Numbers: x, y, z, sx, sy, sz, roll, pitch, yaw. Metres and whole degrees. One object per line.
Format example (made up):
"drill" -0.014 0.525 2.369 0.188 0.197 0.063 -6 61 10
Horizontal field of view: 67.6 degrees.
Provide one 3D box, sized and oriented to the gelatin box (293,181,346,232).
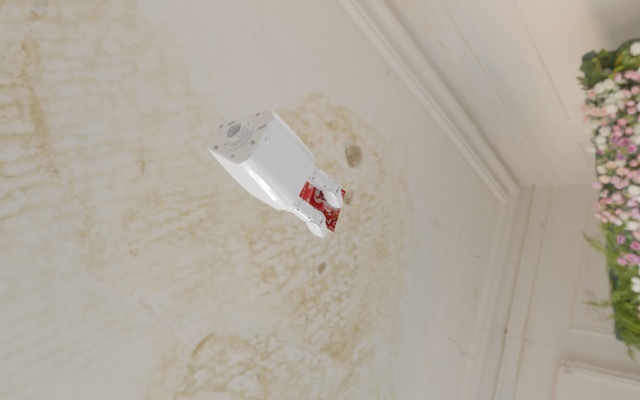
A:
"gelatin box" 0.000 0.003 0.758 0.030 0.073 0.089 8 -16 35
